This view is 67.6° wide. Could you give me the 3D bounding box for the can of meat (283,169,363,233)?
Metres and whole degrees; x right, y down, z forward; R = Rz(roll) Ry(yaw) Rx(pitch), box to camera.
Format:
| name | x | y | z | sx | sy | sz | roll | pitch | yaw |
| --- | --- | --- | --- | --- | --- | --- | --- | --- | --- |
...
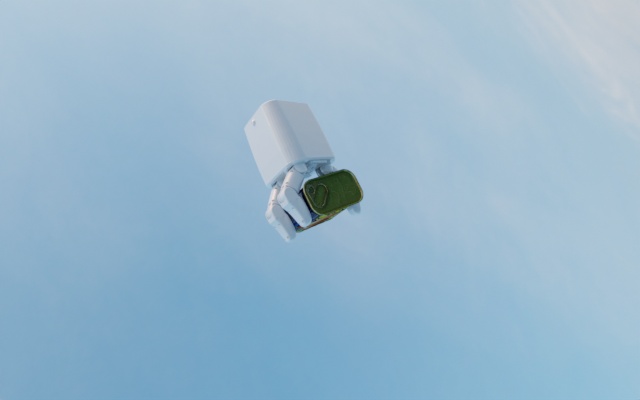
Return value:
| name | x | y | z | sx | sy | sz | roll | pitch | yaw |
| --- | --- | --- | --- | --- | --- | --- | --- | --- | --- |
| can of meat | 0.000 | 0.003 | 0.727 | 0.102 | 0.057 | 0.084 | -20 | -11 | -38 |
